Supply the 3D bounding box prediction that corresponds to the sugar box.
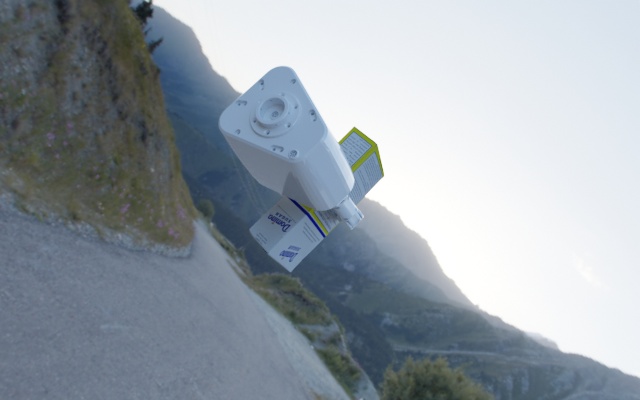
[{"bbox_3d":[0.000,0.001,0.578,0.048,0.176,0.093,45,-6,25],"label":"sugar box"}]
